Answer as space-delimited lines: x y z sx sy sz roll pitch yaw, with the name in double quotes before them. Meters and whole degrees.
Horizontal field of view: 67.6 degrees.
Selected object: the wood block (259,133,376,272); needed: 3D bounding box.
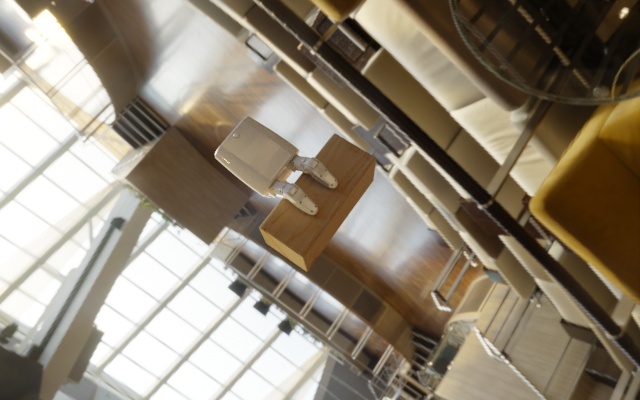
"wood block" 0.000 0.003 0.805 0.090 0.206 0.091 33 -17 14
